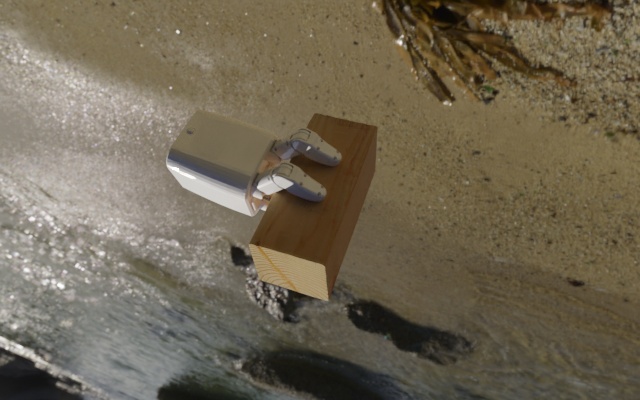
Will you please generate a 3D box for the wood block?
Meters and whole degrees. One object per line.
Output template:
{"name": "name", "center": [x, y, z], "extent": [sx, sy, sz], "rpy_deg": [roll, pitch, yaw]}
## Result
{"name": "wood block", "center": [0.000, 0.002, 0.586], "extent": [0.090, 0.206, 0.091], "rpy_deg": [15, -34, 13]}
